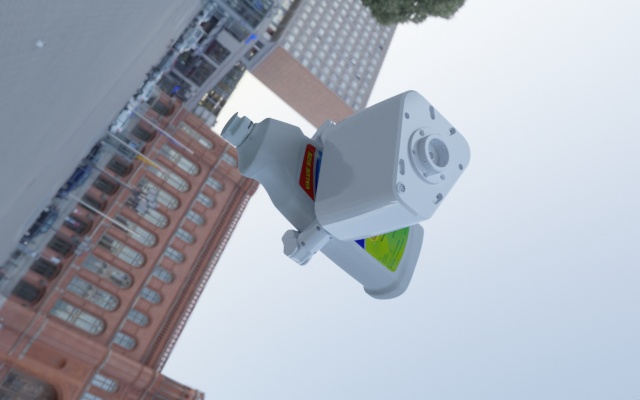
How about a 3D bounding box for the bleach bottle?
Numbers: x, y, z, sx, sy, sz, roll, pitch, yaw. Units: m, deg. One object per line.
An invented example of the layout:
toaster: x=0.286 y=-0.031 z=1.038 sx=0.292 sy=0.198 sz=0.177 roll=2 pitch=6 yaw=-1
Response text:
bleach bottle: x=0.000 y=0.002 z=0.507 sx=0.251 sy=0.102 sz=0.068 roll=37 pitch=-30 yaw=-23
